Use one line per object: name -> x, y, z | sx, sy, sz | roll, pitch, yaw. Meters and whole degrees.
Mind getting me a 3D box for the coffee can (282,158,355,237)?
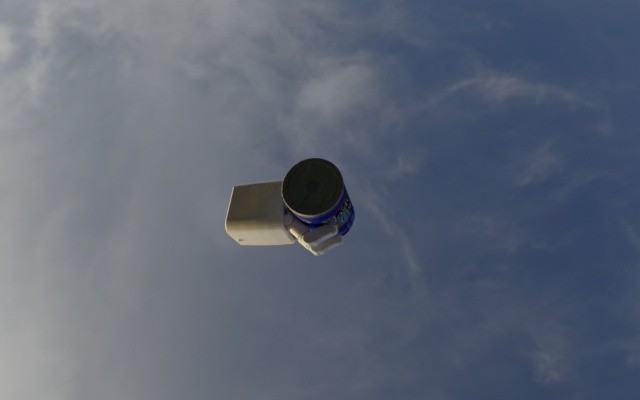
coffee can -> 0.000, 0.003, 0.834 | 0.103, 0.102, 0.140 | 0, -22, 13
